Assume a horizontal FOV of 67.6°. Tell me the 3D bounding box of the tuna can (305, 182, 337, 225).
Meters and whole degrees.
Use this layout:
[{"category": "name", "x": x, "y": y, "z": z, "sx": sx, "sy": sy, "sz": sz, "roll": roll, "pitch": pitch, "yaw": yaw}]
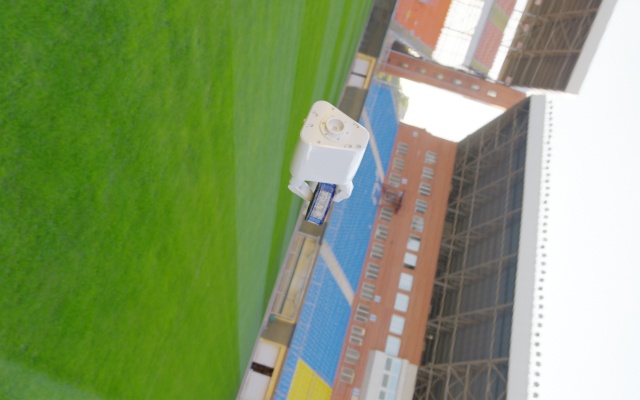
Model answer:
[{"category": "tuna can", "x": 0.001, "y": 0.003, "z": 0.898, "sx": 0.034, "sy": 0.086, "sz": 0.086, "roll": 21, "pitch": -2, "yaw": -4}]
